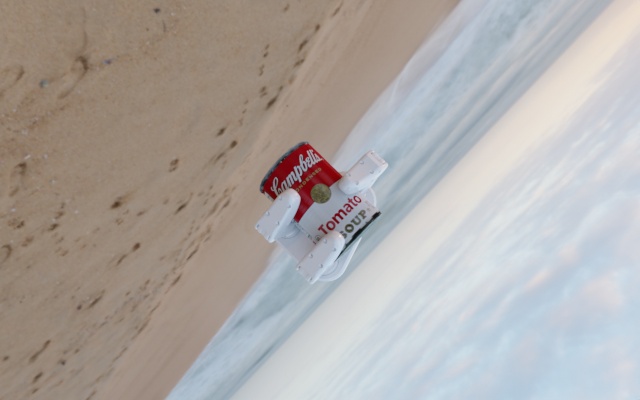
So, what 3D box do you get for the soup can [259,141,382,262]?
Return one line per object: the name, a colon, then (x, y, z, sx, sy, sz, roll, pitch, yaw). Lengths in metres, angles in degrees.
soup can: (0.000, 0.002, 0.462, 0.102, 0.068, 0.068, 44, 8, 9)
